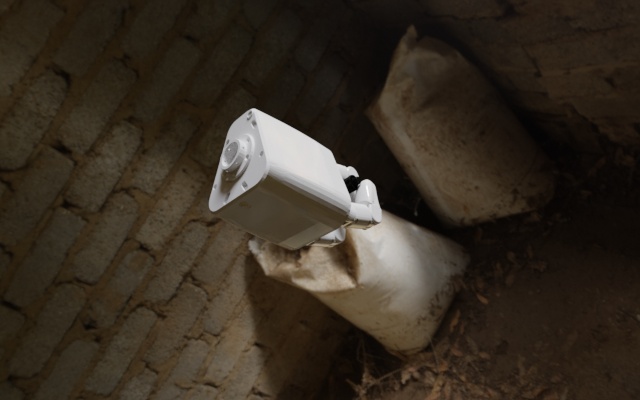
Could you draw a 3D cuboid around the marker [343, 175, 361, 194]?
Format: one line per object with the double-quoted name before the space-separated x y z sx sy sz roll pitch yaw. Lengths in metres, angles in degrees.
"marker" 0.000 0.002 0.571 0.121 0.020 0.020 -30 -18 35
